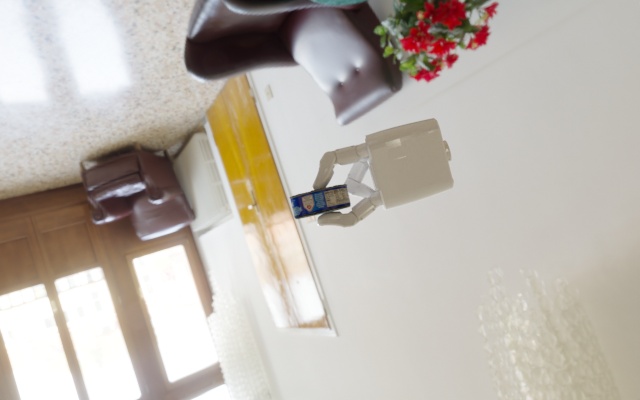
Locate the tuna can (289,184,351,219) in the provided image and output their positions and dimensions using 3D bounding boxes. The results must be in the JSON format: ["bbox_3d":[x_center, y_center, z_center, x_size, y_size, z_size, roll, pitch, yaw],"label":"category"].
[{"bbox_3d":[0.000,0.003,0.692,0.086,0.034,0.086,-13,-3,-1],"label":"tuna can"}]
